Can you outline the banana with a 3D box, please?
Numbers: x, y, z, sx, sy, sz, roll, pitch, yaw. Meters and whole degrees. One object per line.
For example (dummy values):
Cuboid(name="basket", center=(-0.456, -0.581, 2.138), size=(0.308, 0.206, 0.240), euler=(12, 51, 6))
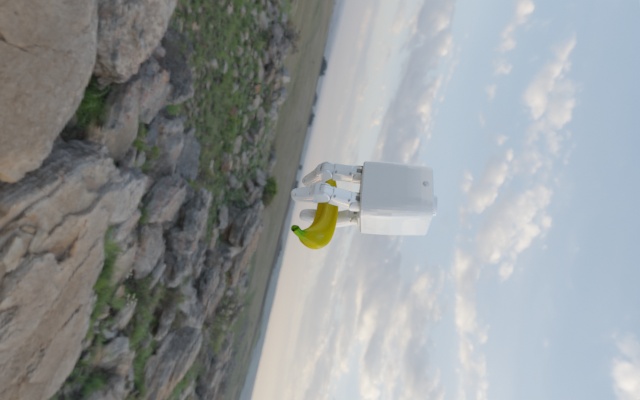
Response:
Cuboid(name="banana", center=(0.003, 0.020, 0.738), size=(0.037, 0.070, 0.197), euler=(-6, 26, 16))
